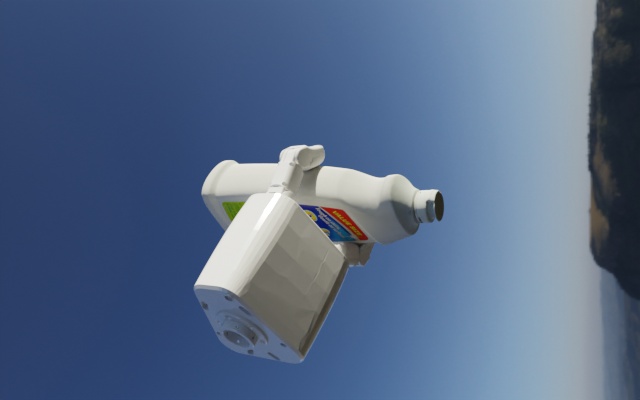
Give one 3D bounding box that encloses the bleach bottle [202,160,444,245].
[{"bbox_3d":[0.000,0.002,0.502,0.251,0.068,0.103,-1,-46,32],"label":"bleach bottle"}]
